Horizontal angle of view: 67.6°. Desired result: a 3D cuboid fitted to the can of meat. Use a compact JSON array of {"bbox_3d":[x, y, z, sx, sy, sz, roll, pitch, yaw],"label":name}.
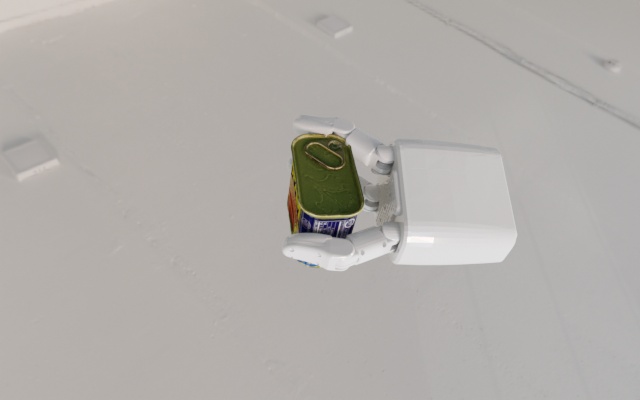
[{"bbox_3d":[0.000,0.002,0.453,0.057,0.102,0.084,-1,-41,-11],"label":"can of meat"}]
